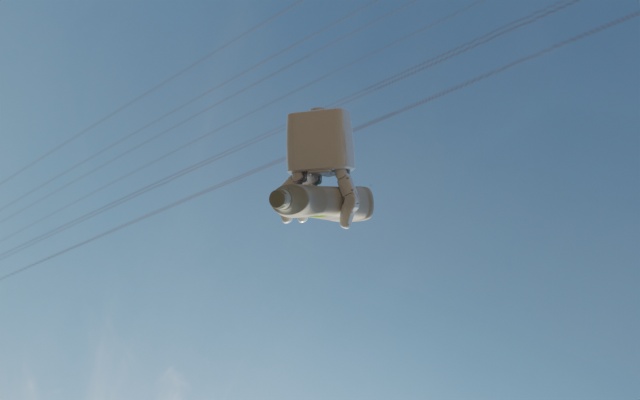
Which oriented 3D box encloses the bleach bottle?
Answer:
[{"bbox_3d":[0.000,0.003,0.829,0.102,0.068,0.251,-6,-5,28],"label":"bleach bottle"}]
